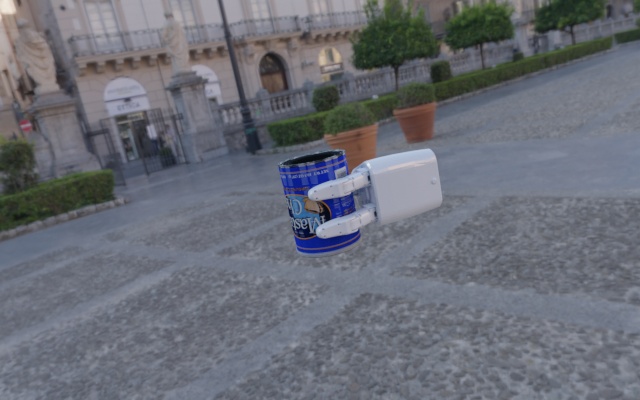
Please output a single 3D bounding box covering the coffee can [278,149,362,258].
[{"bbox_3d":[0.000,0.003,0.721,0.103,0.140,0.102,-11,13,3],"label":"coffee can"}]
